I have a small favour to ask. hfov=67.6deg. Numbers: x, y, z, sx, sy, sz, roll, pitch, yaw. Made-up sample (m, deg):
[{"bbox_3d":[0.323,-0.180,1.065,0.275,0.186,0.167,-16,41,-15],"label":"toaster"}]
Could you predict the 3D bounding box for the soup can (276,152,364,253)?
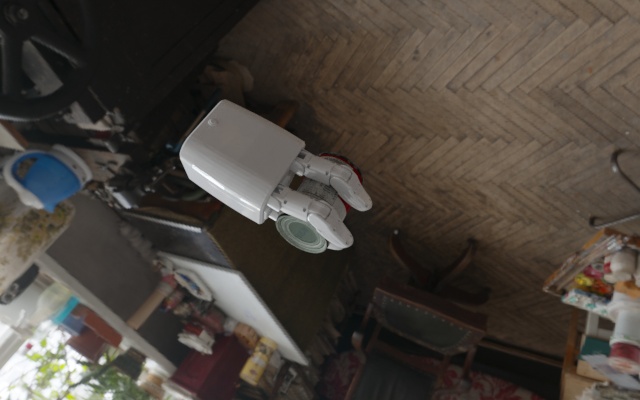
[{"bbox_3d":[0.000,0.002,0.559,0.068,0.102,0.069,21,-34,15],"label":"soup can"}]
